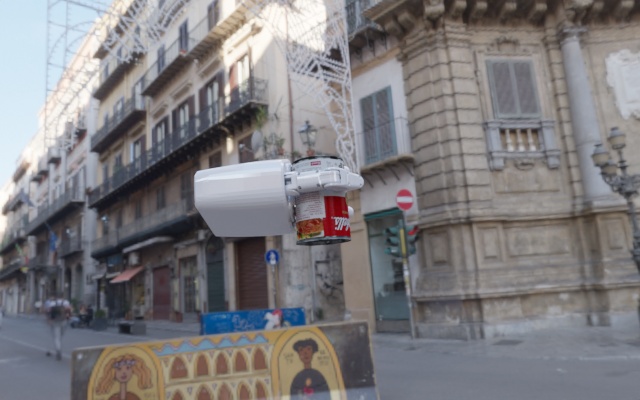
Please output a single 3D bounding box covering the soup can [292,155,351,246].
[{"bbox_3d":[0.001,0.002,0.592,0.068,0.102,0.068,-4,-11,-1],"label":"soup can"}]
